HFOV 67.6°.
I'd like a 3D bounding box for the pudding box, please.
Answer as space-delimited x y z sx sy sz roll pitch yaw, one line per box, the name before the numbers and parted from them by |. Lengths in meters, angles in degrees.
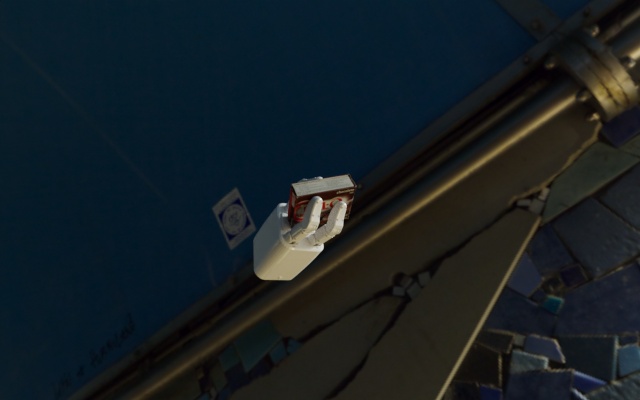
pudding box | 0.000 0.003 0.849 0.113 0.039 0.090 -13 -37 -19
